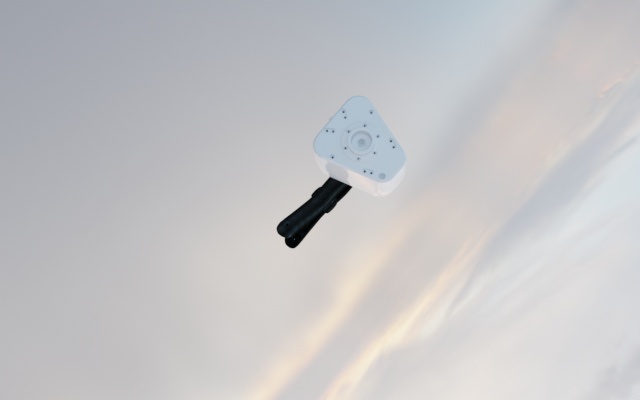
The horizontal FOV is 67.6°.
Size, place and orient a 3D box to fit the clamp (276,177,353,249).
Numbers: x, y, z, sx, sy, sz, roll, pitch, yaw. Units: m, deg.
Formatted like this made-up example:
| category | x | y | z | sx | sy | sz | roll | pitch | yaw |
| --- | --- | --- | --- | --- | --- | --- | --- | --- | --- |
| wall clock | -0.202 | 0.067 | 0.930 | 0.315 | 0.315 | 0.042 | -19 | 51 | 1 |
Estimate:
| category | x | y | z | sx | sy | sz | roll | pitch | yaw |
| --- | --- | --- | --- | --- | --- | --- | --- | --- | --- |
| clamp | 0.001 | 0.003 | 0.691 | 0.039 | 0.171 | 0.120 | 41 | 0 | 5 |
